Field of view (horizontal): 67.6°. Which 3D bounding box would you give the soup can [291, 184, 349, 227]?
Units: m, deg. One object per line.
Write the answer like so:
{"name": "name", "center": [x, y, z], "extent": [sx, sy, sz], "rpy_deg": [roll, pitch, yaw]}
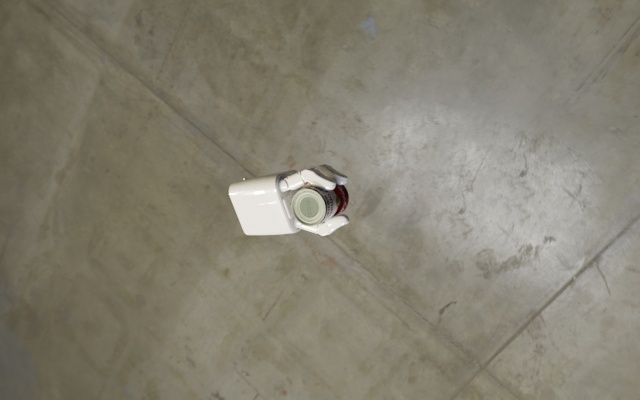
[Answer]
{"name": "soup can", "center": [0.000, 0.003, 0.836], "extent": [0.068, 0.068, 0.102], "rpy_deg": [0, 10, 25]}
